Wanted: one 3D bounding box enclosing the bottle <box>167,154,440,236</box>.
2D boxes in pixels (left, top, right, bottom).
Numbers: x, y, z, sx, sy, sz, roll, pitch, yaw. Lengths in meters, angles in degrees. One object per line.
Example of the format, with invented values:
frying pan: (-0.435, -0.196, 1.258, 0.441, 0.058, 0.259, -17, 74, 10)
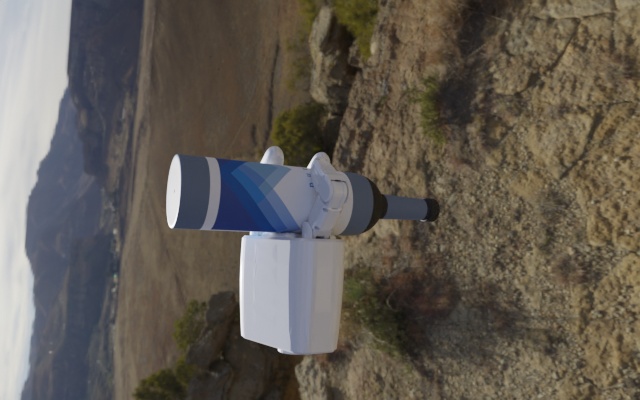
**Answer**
bottle: (0.000, 0.001, 0.490, 0.296, 0.069, 0.069, 4, -2, -27)
